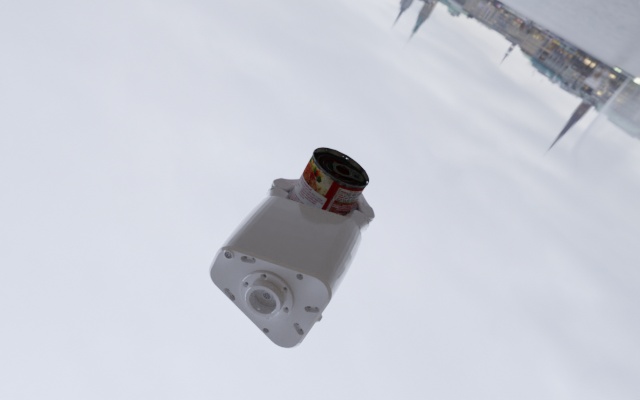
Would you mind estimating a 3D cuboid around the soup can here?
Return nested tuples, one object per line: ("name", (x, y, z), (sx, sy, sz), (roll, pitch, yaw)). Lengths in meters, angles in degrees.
("soup can", (0.000, 0.002, 0.530), (0.068, 0.102, 0.068), (23, 30, -14))
